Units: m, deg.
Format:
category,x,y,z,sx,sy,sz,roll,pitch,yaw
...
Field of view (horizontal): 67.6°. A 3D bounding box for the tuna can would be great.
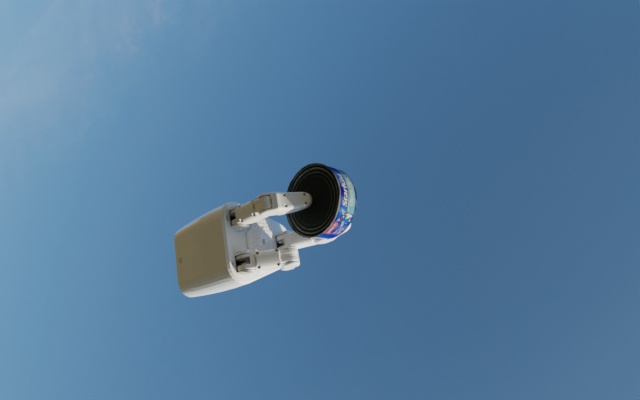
category,x,y,z,sx,sy,sz,roll,pitch,yaw
tuna can,0.001,0.002,0.552,0.086,0.086,0.034,0,-8,43
